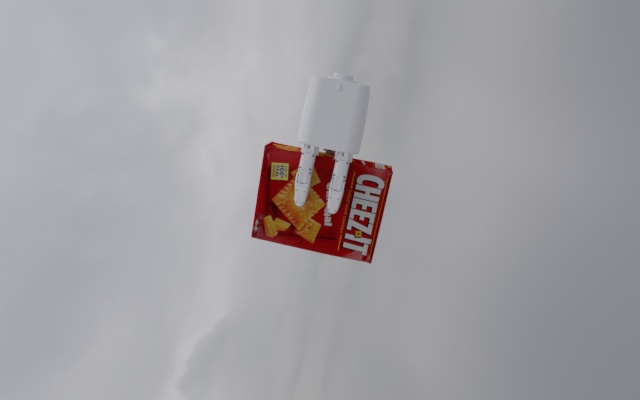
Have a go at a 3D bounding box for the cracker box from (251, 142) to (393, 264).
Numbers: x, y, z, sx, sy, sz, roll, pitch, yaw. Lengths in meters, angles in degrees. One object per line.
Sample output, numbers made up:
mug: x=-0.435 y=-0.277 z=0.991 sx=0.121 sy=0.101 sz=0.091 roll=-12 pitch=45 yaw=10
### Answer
cracker box: x=0.000 y=0.003 z=0.809 sx=0.213 sy=0.164 sz=0.072 roll=12 pitch=14 yaw=4
